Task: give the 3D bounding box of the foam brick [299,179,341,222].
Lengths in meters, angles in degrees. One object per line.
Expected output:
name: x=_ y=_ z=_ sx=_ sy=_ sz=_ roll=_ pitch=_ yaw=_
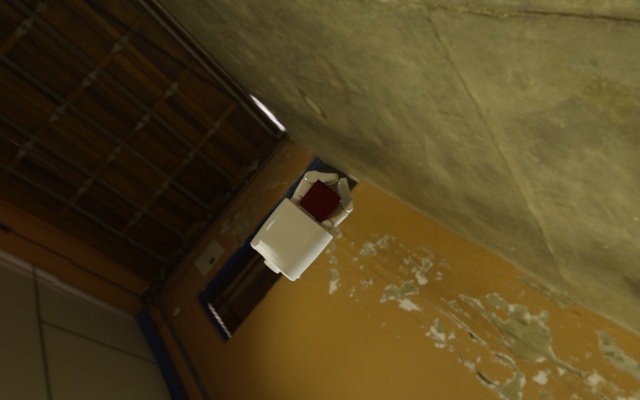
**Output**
foam brick: x=0.000 y=0.003 z=0.833 sx=0.053 sy=0.051 sz=0.078 roll=39 pitch=-4 yaw=4
